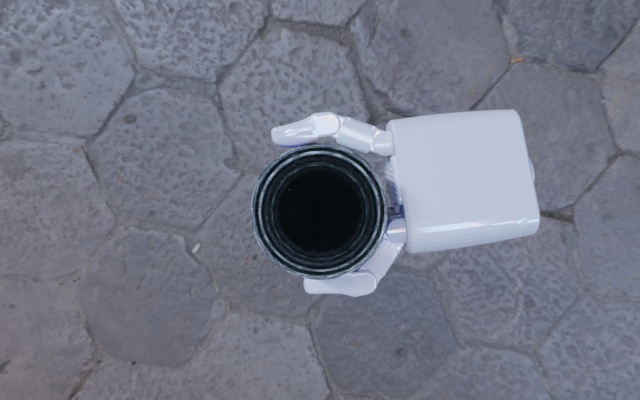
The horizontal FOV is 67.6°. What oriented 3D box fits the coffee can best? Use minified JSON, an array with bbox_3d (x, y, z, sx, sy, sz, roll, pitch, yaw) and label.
[{"bbox_3d":[0.000,0.001,0.421,0.103,0.103,0.140,0,6,1],"label":"coffee can"}]
